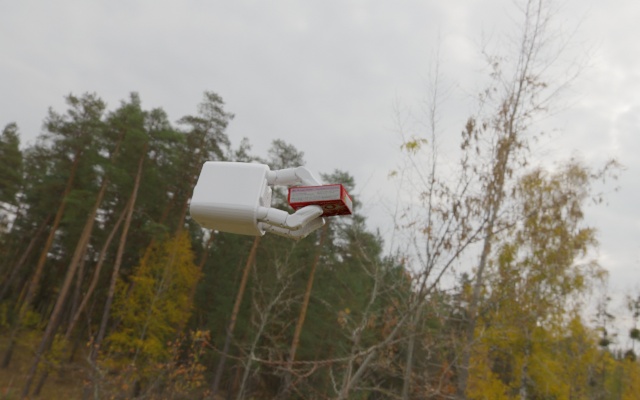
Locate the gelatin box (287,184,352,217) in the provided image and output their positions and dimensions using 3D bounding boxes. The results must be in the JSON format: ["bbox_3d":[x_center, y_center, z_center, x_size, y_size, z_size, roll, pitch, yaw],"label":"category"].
[{"bbox_3d":[0.000,0.002,0.762,0.089,0.030,0.073,-5,-21,15],"label":"gelatin box"}]
